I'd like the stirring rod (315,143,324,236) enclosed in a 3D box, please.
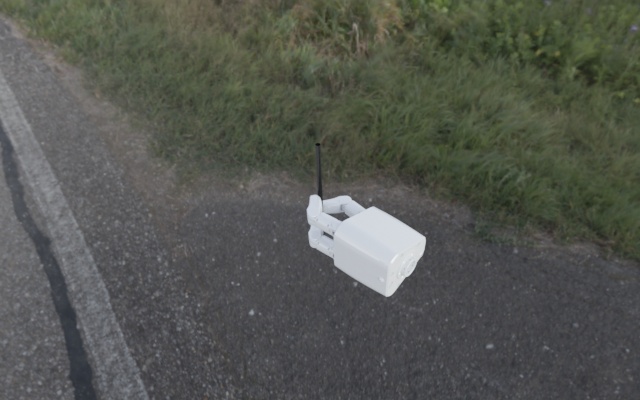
[{"bbox_3d":[0.000,0.003,0.817,0.011,0.240,0.011,-1,42,1],"label":"stirring rod"}]
